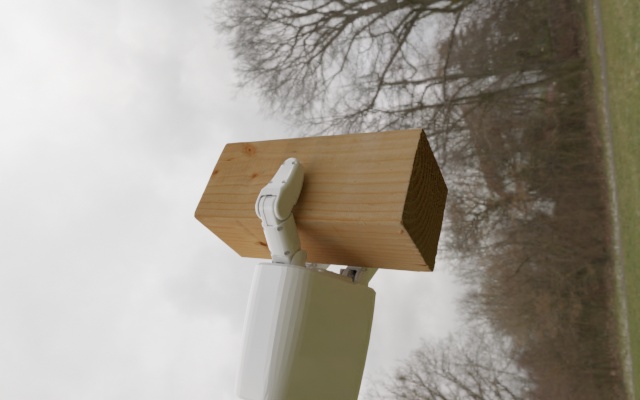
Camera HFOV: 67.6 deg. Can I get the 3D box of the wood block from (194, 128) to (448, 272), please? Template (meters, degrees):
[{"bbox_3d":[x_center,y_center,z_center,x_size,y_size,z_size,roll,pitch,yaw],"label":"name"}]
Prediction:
[{"bbox_3d":[0.000,0.002,0.442,0.206,0.090,0.091,0,-33,30],"label":"wood block"}]
